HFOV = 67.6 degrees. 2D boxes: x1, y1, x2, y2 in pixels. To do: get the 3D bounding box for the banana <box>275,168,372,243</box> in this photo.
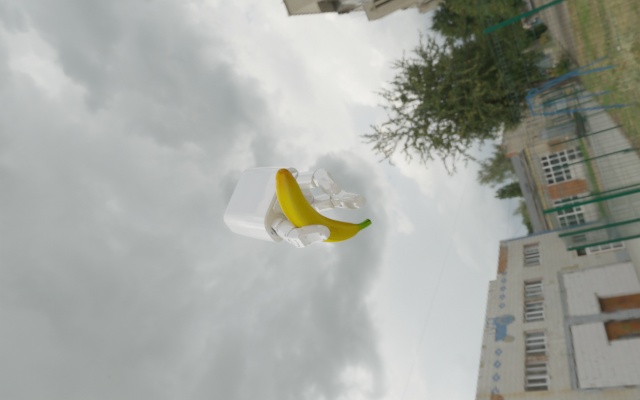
[{"bbox_3d":[-0.007,0.019,0.697,0.198,0.069,0.037,30,3,-42],"label":"banana"}]
